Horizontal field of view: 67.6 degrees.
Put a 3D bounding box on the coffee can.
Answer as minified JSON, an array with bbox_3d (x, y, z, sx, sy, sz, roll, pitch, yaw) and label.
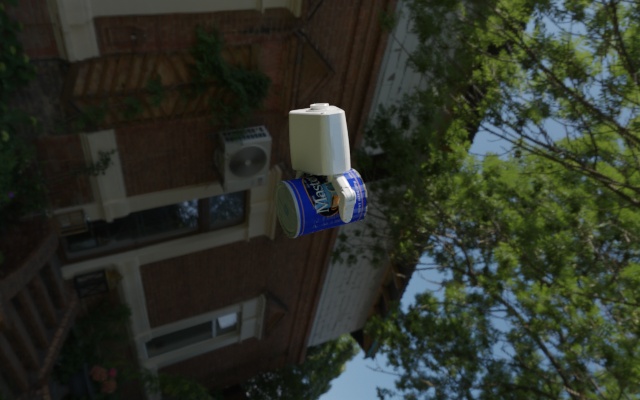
[{"bbox_3d":[0.000,0.003,0.867,0.140,0.103,0.103,-13,5,-24],"label":"coffee can"}]
